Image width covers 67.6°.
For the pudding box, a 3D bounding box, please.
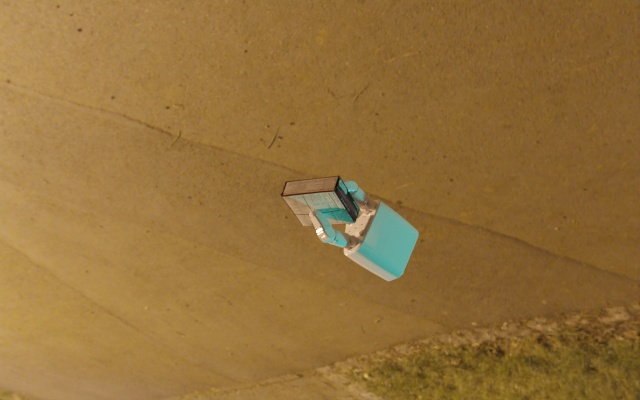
[{"bbox_3d":[0.000,0.003,0.835,0.113,0.039,0.090,-6,-44,29],"label":"pudding box"}]
